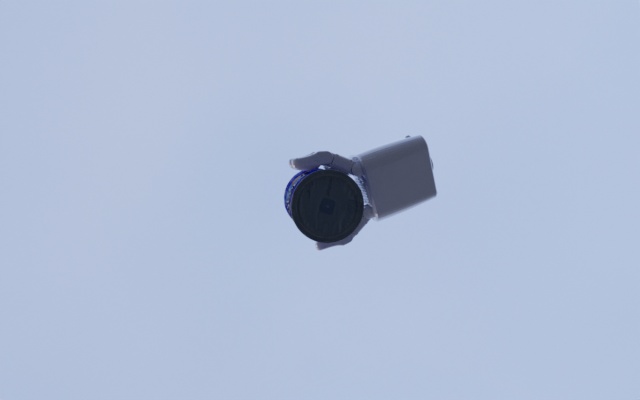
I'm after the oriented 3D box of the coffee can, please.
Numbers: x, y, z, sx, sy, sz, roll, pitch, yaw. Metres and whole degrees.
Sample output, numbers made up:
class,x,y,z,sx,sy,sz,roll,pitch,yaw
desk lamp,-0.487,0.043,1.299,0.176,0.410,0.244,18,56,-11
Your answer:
class,x,y,z,sx,sy,sz,roll,pitch,yaw
coffee can,0.000,0.003,0.723,0.103,0.103,0.140,0,5,-9
